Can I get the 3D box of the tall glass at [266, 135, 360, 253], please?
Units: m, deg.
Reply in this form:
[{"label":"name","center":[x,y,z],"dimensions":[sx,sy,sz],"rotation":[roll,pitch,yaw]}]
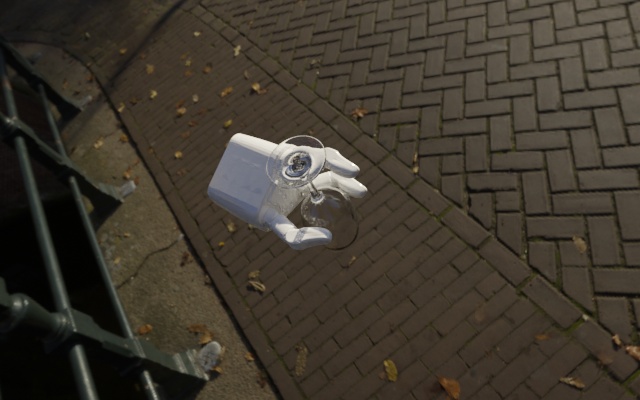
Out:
[{"label":"tall glass","center":[0.000,0.002,0.638],"dimensions":[0.079,0.079,0.201],"rotation":[0,-29,20]}]
